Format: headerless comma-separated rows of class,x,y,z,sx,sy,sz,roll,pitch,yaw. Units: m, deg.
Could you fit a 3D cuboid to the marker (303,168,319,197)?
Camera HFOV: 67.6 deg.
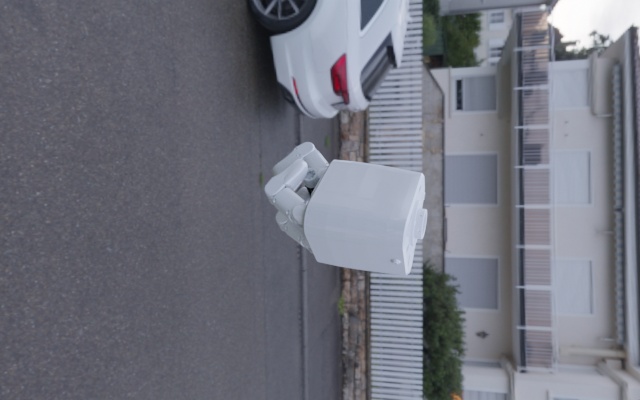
marker,0.000,0.002,0.592,0.020,0.020,0.121,0,-32,14
